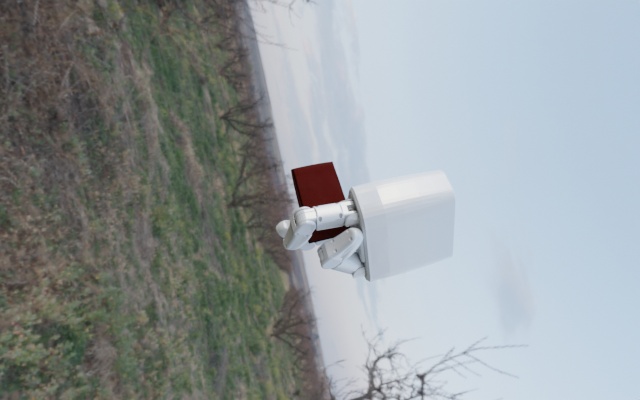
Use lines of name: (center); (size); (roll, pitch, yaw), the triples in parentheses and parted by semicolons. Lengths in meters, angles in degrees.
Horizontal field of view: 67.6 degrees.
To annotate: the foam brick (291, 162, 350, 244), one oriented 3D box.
foam brick: (0.000, 0.002, 0.564); (0.051, 0.078, 0.053); (-14, -35, -4)
